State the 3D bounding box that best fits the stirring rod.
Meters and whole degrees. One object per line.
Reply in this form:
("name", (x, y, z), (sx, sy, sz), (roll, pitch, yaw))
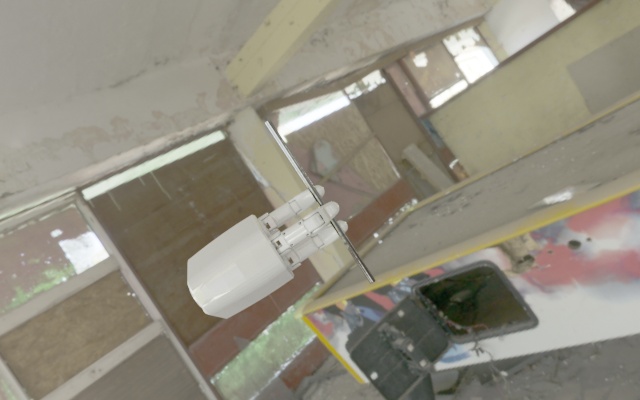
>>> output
("stirring rod", (0.000, 0.002, 0.597), (0.011, 0.239, 0.011), (-33, 1, 1))
